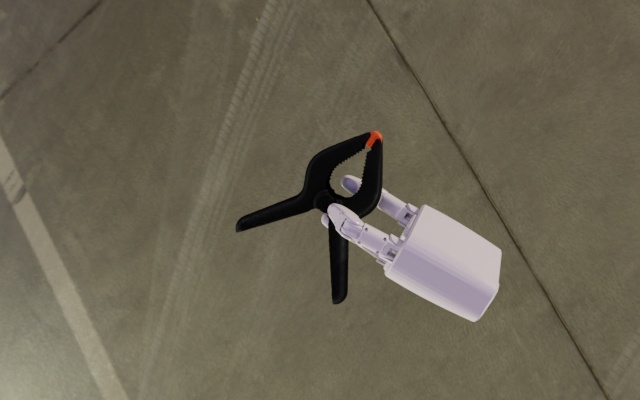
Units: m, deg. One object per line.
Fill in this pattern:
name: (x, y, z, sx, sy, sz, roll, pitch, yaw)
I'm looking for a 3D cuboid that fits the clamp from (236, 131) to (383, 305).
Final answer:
clamp: (0.000, 0.002, 0.574, 0.164, 0.210, 0.036, 29, 14, 6)
